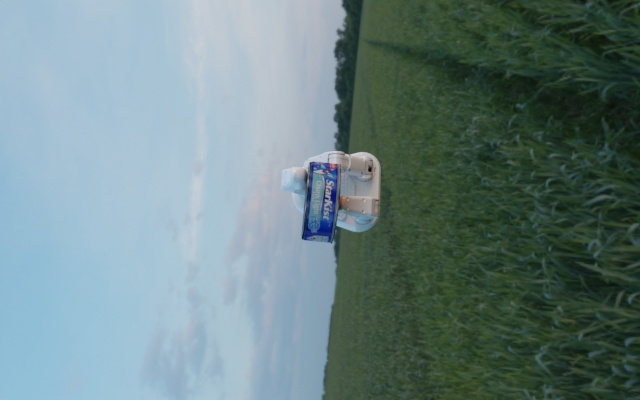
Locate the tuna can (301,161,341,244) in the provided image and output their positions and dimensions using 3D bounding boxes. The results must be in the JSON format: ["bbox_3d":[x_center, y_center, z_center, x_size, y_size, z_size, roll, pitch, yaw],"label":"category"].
[{"bbox_3d":[0.000,0.002,0.509,0.034,0.086,0.086,6,0,-3],"label":"tuna can"}]
